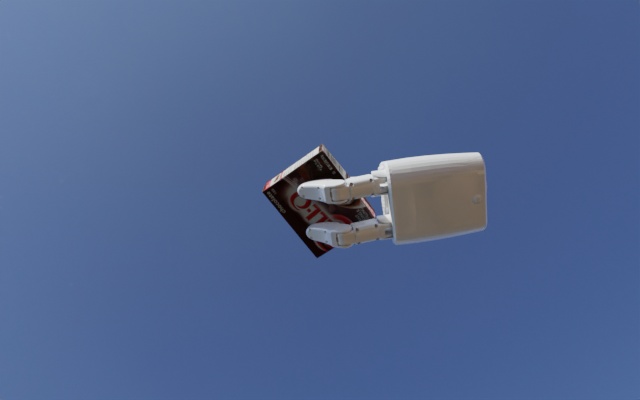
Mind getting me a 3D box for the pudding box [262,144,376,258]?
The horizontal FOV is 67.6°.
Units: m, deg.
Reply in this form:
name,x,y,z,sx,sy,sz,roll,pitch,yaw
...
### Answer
name,x,y,z,sx,sy,sz,roll,pitch,yaw
pudding box,0.000,0.002,0.577,0.090,0.113,0.039,-34,16,15
